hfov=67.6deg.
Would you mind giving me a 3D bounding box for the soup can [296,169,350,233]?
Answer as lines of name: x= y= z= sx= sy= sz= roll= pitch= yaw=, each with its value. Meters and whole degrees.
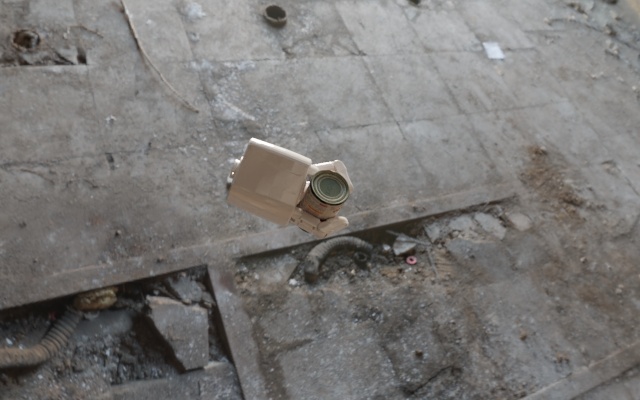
soup can: x=0.001 y=0.003 z=0.790 sx=0.068 sy=0.068 sz=0.102 roll=0 pitch=-30 yaw=-21
